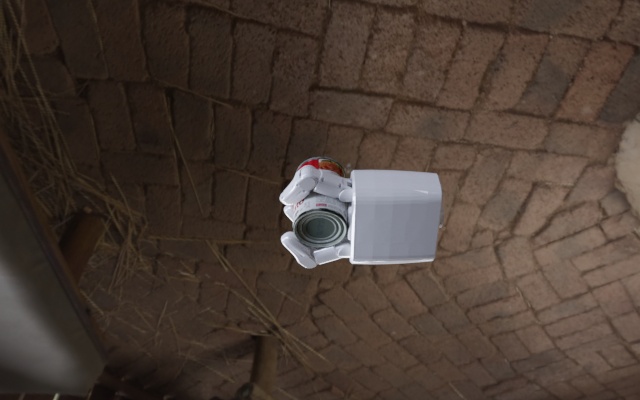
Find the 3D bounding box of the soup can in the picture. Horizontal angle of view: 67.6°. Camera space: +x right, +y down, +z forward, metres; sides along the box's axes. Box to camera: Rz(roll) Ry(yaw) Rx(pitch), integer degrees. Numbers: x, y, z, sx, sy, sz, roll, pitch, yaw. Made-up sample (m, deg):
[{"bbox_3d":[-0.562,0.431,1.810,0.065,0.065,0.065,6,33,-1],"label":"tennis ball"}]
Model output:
[{"bbox_3d":[0.000,0.002,0.608,0.068,0.069,0.102,0,42,0],"label":"soup can"}]
